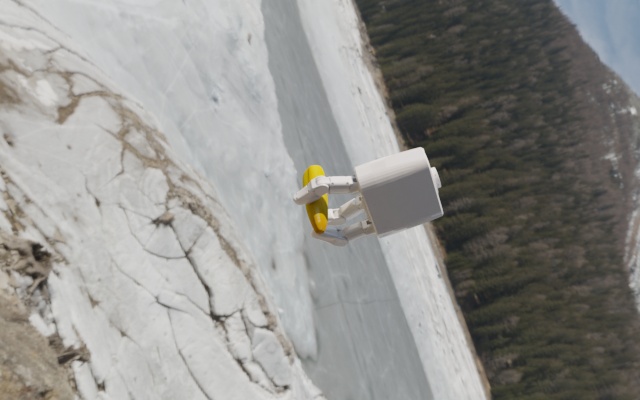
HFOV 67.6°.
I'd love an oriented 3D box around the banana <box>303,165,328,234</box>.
[{"bbox_3d":[-0.006,-0.015,0.780,0.037,0.070,0.197,-18,20,6],"label":"banana"}]
